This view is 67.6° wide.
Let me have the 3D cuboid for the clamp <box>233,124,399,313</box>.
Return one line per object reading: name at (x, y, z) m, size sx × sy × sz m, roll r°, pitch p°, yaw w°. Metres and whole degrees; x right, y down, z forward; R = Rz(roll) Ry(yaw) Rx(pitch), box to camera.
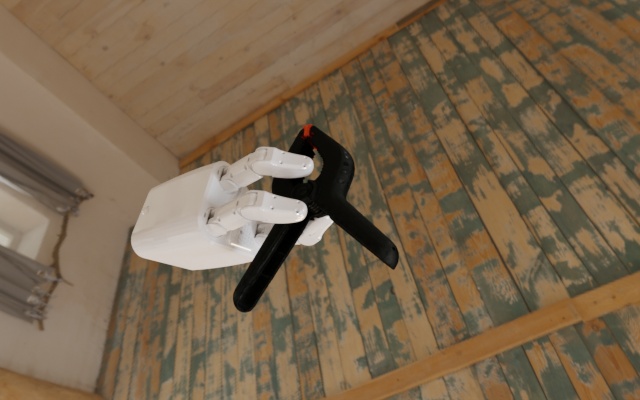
clamp at (0.000, 0.002, 0.470) m, size 0.164 × 0.209 × 0.036 m, roll -14°, pitch -41°, yaw 27°
